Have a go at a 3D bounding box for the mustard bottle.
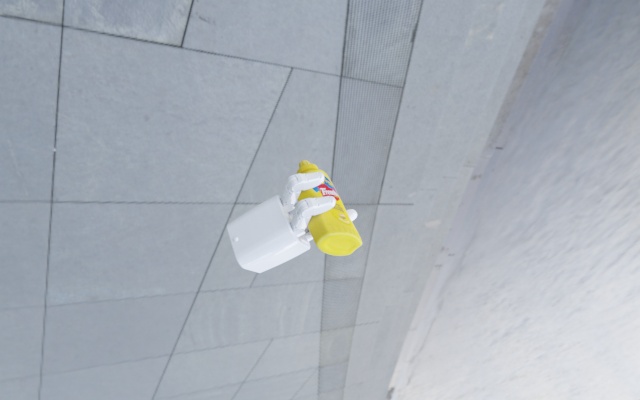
[{"bbox_3d":[0.000,0.003,0.828,0.096,0.191,0.058,20,-54,-45],"label":"mustard bottle"}]
